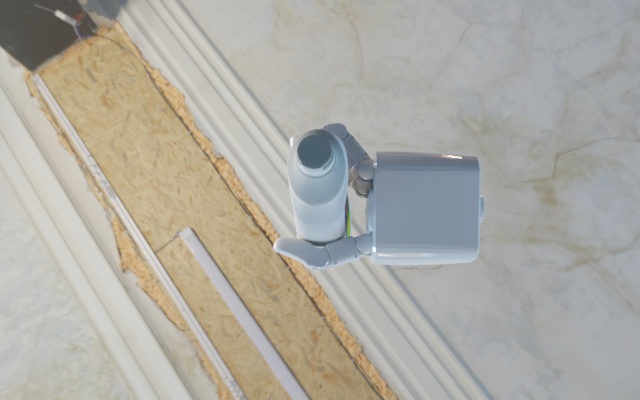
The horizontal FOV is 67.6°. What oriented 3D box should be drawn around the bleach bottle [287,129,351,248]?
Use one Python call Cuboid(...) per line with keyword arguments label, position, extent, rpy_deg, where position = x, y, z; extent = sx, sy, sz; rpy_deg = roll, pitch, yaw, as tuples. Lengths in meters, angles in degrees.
Cuboid(label="bleach bottle", position=(0.000, 0.002, 0.489), extent=(0.068, 0.102, 0.251), rpy_deg=(0, -14, 2))
